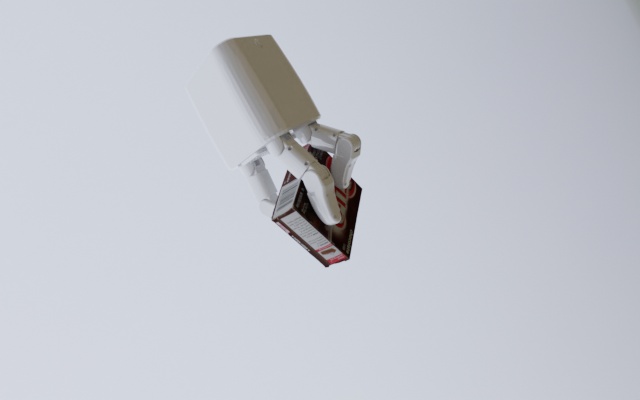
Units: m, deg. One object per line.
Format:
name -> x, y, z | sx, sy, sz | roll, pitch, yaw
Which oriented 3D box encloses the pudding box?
pudding box -> 0.000, 0.002, 0.519 | 0.039, 0.113, 0.090 | -26, -57, 36
